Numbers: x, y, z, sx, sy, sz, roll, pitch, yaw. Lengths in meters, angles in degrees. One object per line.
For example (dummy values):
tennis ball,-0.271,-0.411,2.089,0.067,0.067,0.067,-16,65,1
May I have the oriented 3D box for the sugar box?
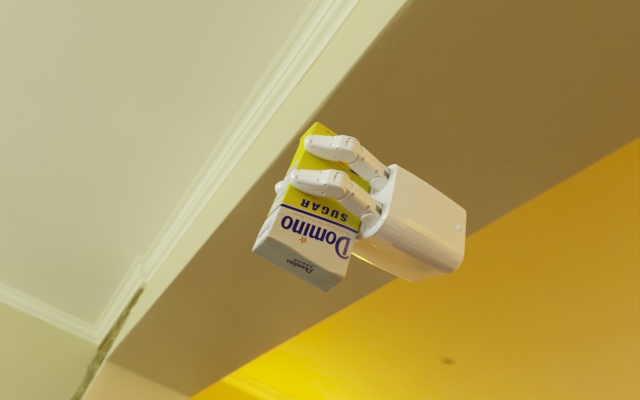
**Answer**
sugar box,0.001,0.001,0.528,0.093,0.176,0.048,31,-43,-14
